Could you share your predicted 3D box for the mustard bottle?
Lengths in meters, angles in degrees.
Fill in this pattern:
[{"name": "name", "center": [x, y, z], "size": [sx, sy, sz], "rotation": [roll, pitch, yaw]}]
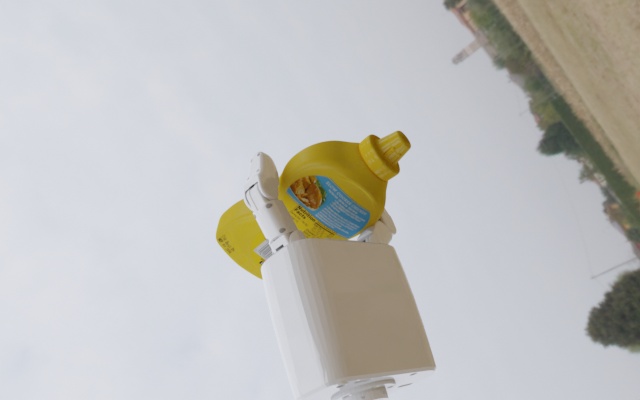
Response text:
[{"name": "mustard bottle", "center": [0.000, 0.001, 0.430], "size": [0.192, 0.058, 0.096], "rotation": [-37, -61, 26]}]
